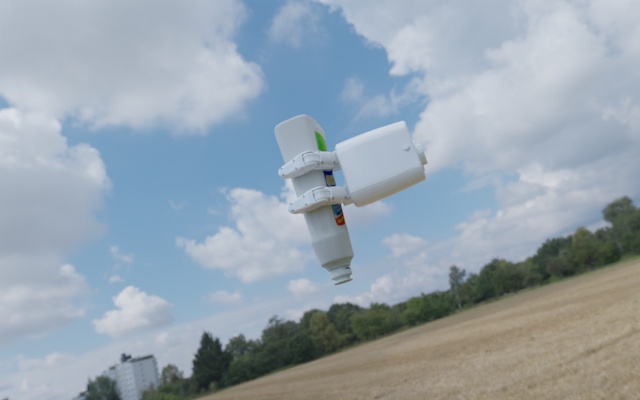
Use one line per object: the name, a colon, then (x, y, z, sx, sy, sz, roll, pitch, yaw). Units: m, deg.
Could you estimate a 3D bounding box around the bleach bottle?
bleach bottle: (0.000, 0.002, 0.715, 0.068, 0.250, 0.102, -21, -17, 12)
